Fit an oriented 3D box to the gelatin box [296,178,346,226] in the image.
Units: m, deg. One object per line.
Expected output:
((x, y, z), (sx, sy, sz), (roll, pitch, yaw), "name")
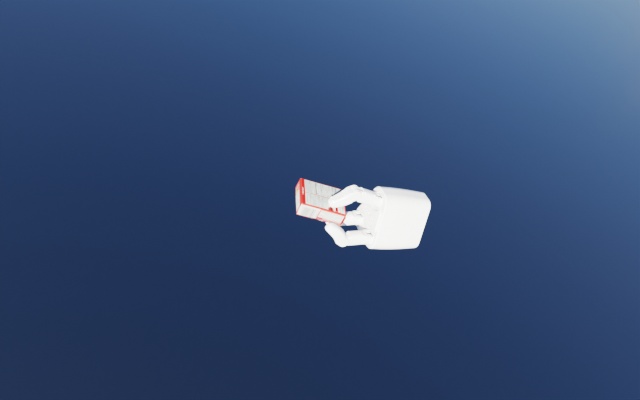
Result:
((0.000, 0.002, 0.868), (0.089, 0.030, 0.073), (16, 38, -17), "gelatin box")
